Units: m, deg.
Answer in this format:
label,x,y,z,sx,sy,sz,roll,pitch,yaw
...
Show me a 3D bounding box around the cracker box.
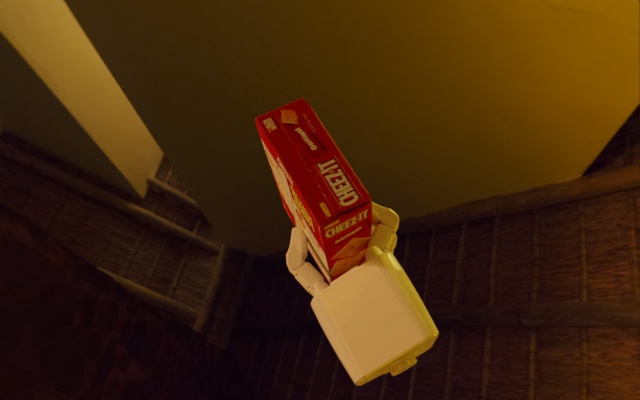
label,x,y,z,sx,sy,sz,roll,pitch,yaw
cracker box,0.000,0.002,0.607,0.072,0.164,0.214,-27,-27,-9
